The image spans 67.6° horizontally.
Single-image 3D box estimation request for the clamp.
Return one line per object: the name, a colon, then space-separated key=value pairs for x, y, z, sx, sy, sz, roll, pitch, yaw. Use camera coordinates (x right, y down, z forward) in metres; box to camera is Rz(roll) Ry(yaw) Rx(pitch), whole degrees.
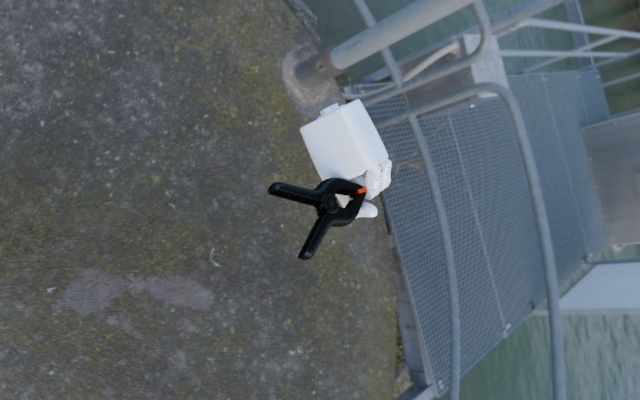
clamp: x=0.001 y=0.002 z=0.732 sx=0.171 sy=0.120 sz=0.039 roll=-33 pitch=7 yaw=-41
